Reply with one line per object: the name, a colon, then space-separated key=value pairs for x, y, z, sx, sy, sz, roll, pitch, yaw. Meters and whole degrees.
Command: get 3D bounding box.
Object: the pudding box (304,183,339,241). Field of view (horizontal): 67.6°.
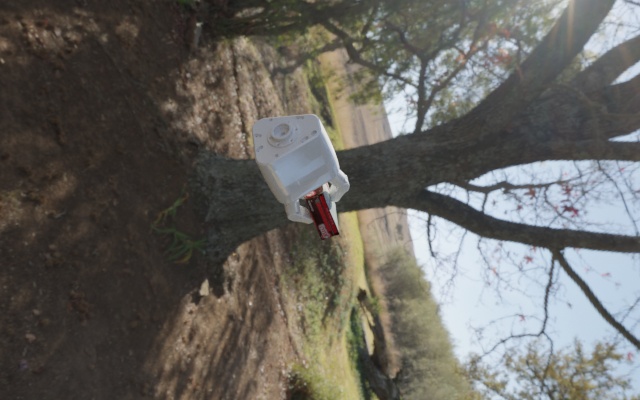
pudding box: x=0.000 y=0.003 z=0.847 sx=0.039 sy=0.090 sz=0.113 roll=-17 pitch=28 yaw=8
